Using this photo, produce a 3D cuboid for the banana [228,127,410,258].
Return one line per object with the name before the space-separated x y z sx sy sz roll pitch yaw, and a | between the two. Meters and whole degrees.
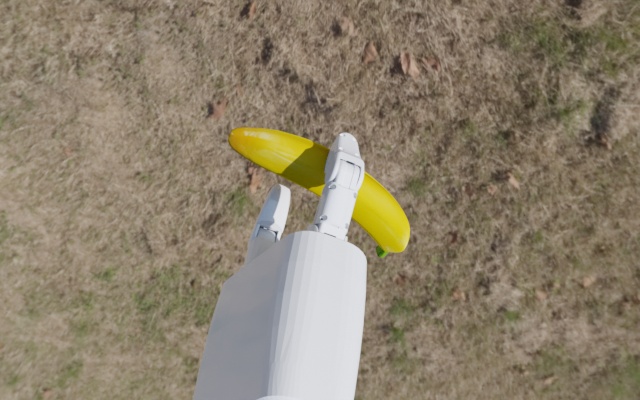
banana | 0.016 -0.003 0.393 0.070 0.037 0.198 -26 -52 37
